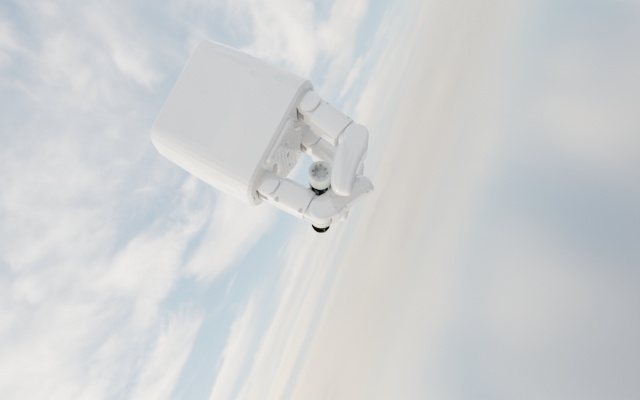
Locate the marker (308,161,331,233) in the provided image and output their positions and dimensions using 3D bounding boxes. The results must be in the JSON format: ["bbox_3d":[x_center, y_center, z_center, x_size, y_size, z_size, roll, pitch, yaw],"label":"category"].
[{"bbox_3d":[0.000,0.001,0.429,0.020,0.020,0.121,0,-24,1],"label":"marker"}]
